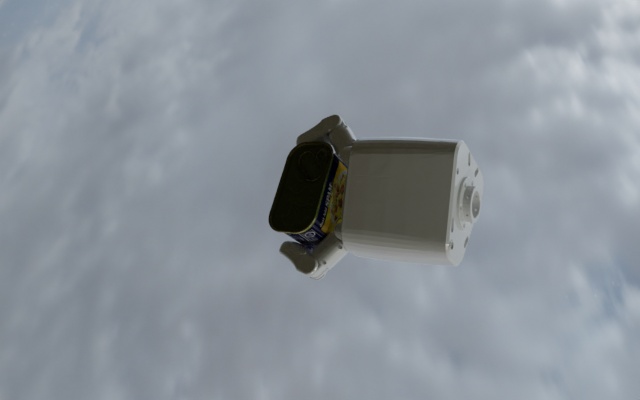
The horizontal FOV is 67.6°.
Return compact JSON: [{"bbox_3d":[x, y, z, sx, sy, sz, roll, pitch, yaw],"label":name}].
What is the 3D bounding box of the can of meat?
[{"bbox_3d":[0.000,0.002,0.512,0.057,0.102,0.084,2,-23,34],"label":"can of meat"}]
